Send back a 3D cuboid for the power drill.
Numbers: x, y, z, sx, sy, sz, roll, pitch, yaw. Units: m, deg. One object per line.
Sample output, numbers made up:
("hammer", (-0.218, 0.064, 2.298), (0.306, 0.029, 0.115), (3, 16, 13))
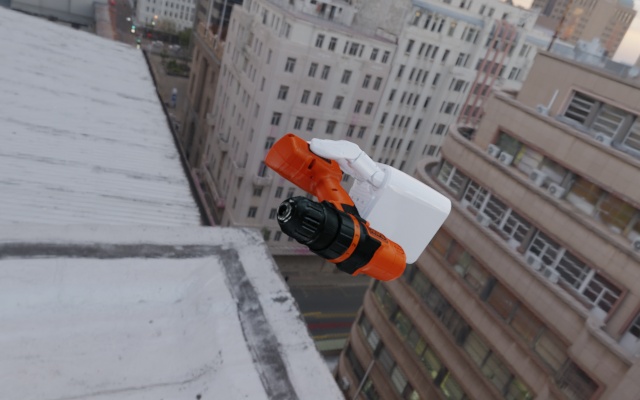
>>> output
("power drill", (0.000, 0.002, 0.541), (0.184, 0.057, 0.187), (31, 20, -42))
